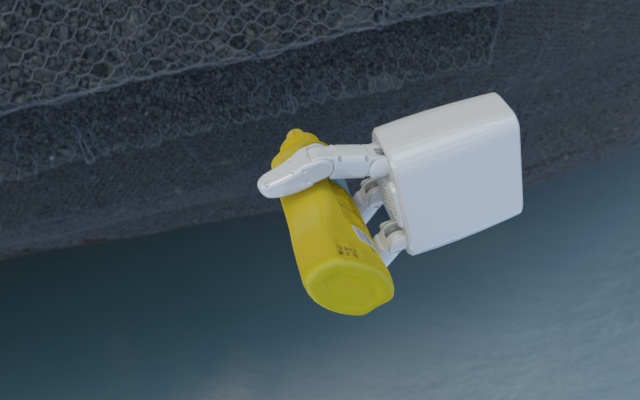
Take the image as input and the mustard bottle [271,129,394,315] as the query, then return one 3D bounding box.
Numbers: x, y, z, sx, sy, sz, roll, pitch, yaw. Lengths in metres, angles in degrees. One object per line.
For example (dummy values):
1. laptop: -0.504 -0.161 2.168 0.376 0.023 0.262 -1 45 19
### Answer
1. mustard bottle: 0.000 0.002 0.423 0.058 0.191 0.096 -35 -42 17
